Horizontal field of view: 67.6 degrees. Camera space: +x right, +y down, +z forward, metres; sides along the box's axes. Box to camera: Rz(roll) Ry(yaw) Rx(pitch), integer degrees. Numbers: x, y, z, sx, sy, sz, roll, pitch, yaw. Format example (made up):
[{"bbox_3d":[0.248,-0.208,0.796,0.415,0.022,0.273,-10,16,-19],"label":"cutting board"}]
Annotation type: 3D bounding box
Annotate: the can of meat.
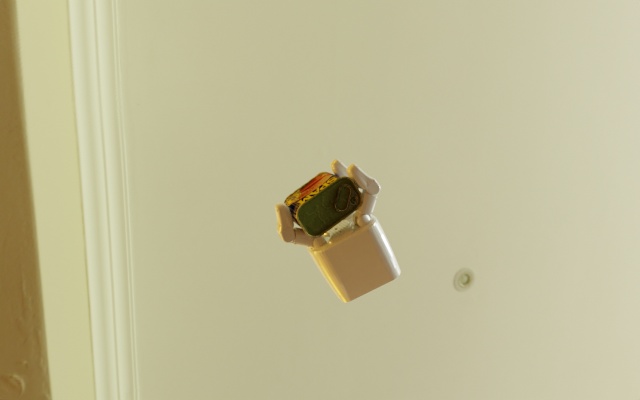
[{"bbox_3d":[0.000,0.002,0.726,0.102,0.057,0.084,-36,20,-11],"label":"can of meat"}]
